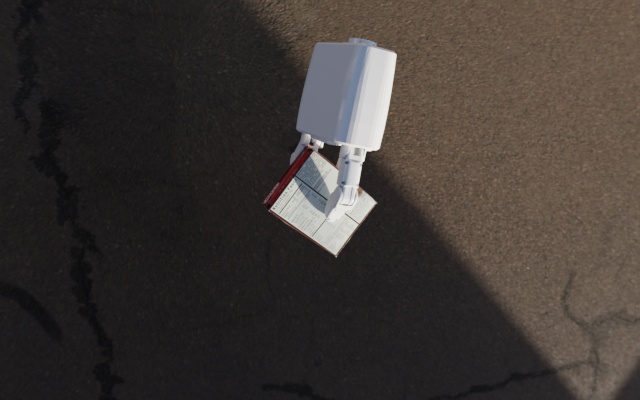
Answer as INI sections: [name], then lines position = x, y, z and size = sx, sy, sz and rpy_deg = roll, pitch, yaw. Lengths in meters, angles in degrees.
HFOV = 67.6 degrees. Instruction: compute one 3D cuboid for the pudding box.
[pudding box]
position = 0.000, 0.002, 0.581
size = 0.113, 0.090, 0.039
rpy_deg = 37, 1, -22
